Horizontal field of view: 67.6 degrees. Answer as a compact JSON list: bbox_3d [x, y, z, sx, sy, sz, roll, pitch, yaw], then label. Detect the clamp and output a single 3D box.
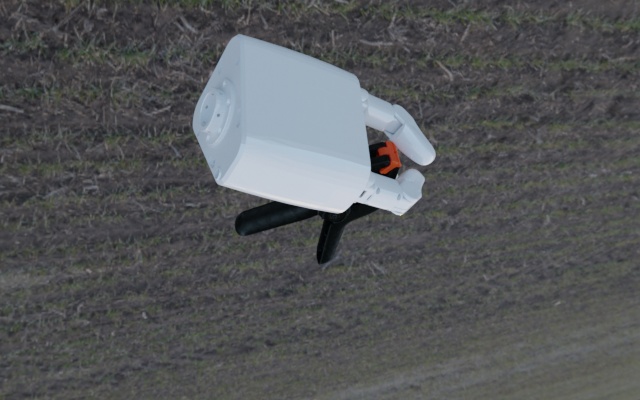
[{"bbox_3d":[0.000,0.002,0.454,0.120,0.039,0.171,13,-46,-33],"label":"clamp"}]
